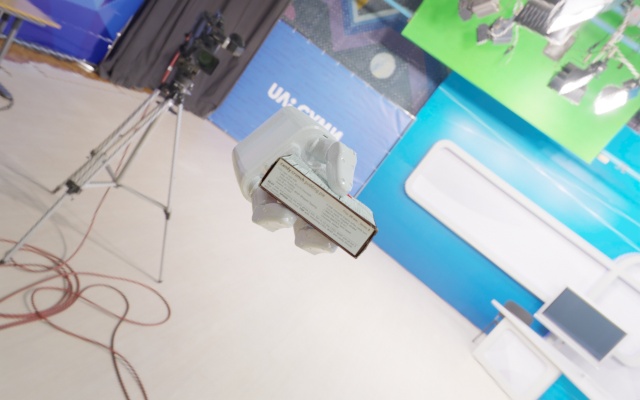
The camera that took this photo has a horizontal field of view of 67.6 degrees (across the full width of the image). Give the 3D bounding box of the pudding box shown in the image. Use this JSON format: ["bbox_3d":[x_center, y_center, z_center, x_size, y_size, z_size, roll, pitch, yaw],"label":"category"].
[{"bbox_3d":[0.000,0.001,0.463,0.113,0.039,0.090,35,9,-1],"label":"pudding box"}]
